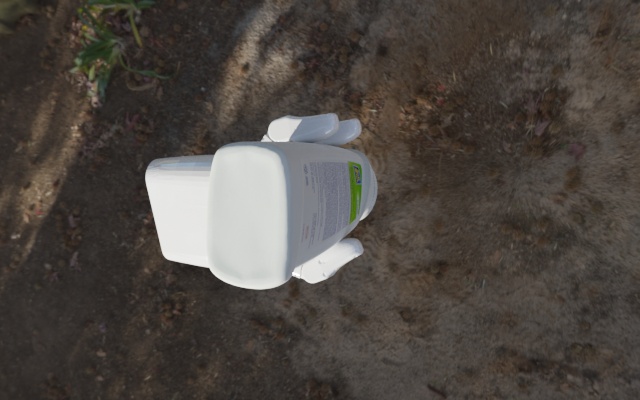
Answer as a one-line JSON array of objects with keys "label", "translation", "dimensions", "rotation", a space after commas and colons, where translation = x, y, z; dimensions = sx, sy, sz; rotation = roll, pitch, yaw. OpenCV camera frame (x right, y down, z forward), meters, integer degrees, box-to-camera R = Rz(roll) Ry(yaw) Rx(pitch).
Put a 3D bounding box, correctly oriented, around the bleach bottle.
[{"label": "bleach bottle", "translation": [0.000, 0.001, 0.428], "dimensions": [0.068, 0.102, 0.251], "rotation": [5, 5, 23]}]
